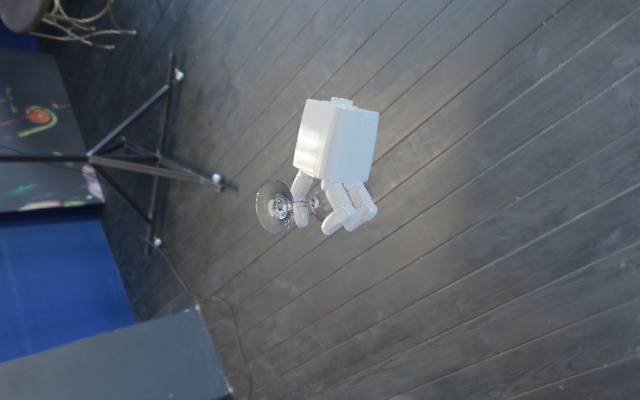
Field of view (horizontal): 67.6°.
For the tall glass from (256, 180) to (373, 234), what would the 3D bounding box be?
[{"bbox_3d":[0.000,0.003,0.732,0.079,0.079,0.201,0,3,40],"label":"tall glass"}]
